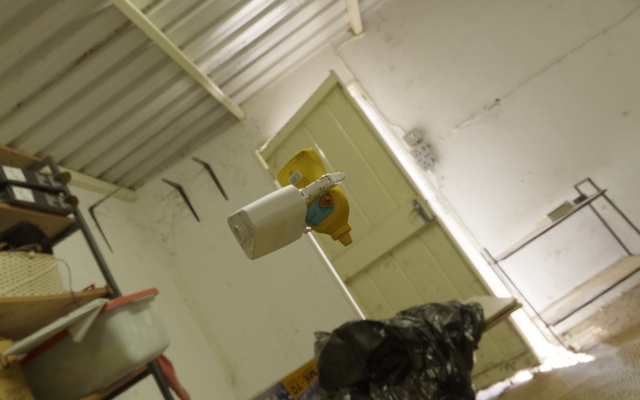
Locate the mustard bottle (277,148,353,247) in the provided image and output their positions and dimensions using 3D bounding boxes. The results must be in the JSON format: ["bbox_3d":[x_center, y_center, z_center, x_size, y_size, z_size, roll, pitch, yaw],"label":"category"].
[{"bbox_3d":[0.000,0.003,0.898,0.096,0.191,0.058,-42,-15,34],"label":"mustard bottle"}]
